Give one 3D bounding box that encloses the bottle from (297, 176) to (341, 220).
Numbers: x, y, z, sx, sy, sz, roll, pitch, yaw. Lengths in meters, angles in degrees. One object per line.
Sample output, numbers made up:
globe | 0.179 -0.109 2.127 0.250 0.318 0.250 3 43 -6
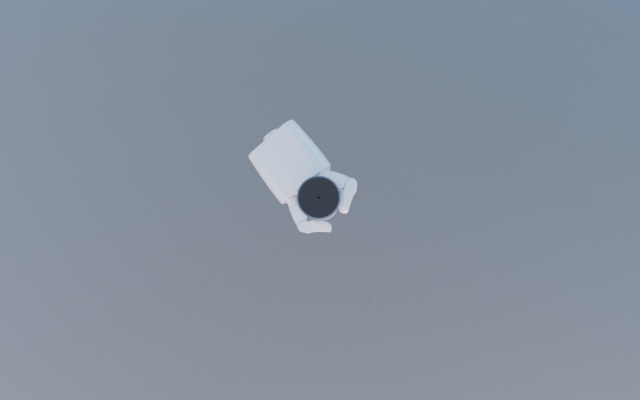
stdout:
bottle | 0.000 0.003 0.864 0.069 0.069 0.296 0 -3 1
